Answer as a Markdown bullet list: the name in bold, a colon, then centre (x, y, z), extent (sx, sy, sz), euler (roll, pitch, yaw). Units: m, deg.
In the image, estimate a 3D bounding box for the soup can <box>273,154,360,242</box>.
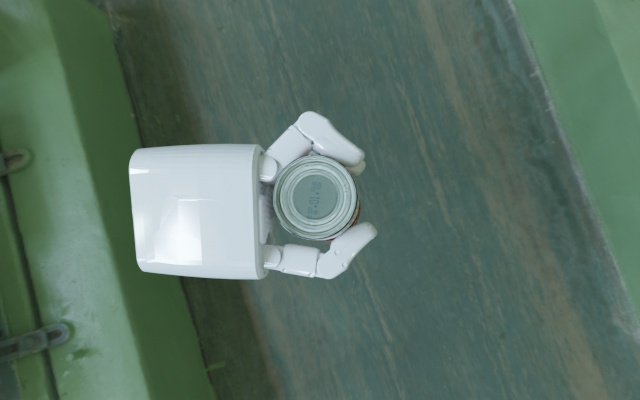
- **soup can**: centre (0.001, 0.001, 0.413), extent (0.068, 0.068, 0.102), euler (0, -5, 5)
